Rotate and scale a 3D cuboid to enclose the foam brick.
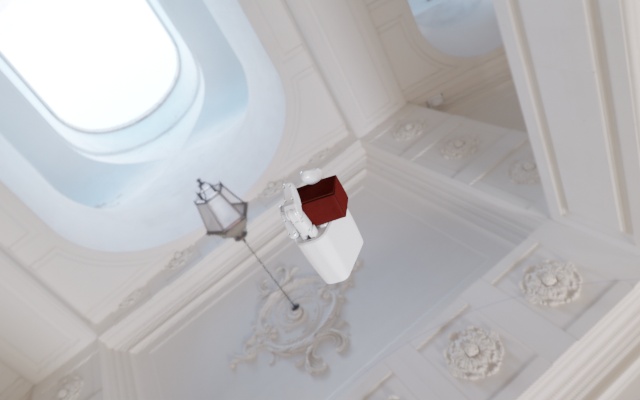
[{"bbox_3d":[0.000,0.002,0.775,0.078,0.051,0.053,-18,33,21],"label":"foam brick"}]
